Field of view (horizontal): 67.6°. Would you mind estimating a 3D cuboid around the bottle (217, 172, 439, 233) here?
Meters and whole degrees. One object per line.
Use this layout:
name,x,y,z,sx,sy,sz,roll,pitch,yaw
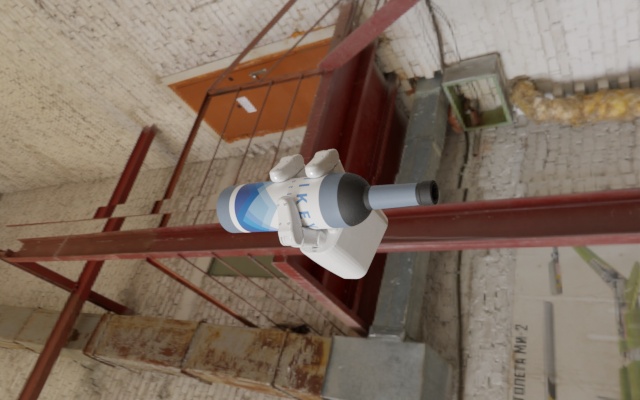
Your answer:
bottle,0.000,0.002,0.595,0.296,0.069,0.069,-5,-3,33
